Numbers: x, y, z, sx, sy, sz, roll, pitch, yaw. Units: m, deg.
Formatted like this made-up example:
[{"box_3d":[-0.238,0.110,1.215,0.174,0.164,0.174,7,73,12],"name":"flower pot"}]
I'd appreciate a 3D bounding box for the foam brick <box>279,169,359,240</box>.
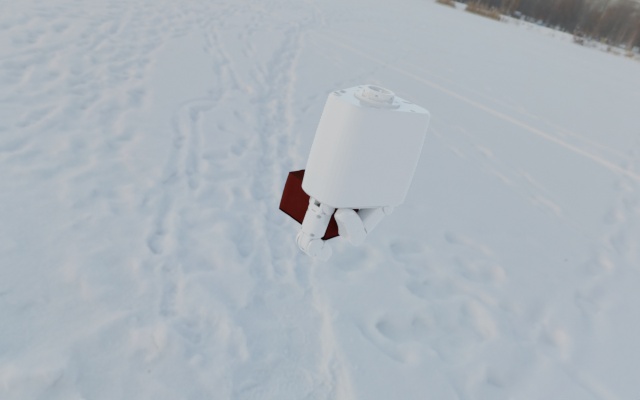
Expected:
[{"box_3d":[0.000,0.002,0.552,0.078,0.051,0.053,33,31,33],"name":"foam brick"}]
